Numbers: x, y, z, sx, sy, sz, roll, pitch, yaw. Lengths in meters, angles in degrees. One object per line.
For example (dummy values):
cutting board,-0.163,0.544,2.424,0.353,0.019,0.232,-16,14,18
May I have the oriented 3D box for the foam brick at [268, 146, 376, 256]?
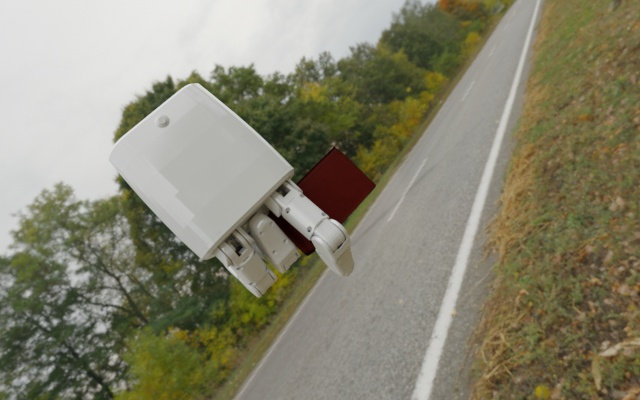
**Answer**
foam brick,0.000,0.001,0.416,0.078,0.051,0.053,-46,-1,-18
